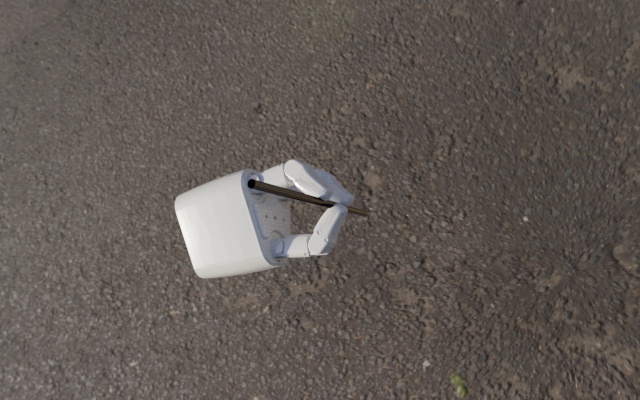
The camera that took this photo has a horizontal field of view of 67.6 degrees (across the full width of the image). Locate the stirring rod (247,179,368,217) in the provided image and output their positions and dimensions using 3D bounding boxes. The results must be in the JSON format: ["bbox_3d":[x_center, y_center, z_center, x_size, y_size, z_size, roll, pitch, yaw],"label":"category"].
[{"bbox_3d":[0.000,0.002,0.488,0.011,0.011,0.239,0,-7,28],"label":"stirring rod"}]
